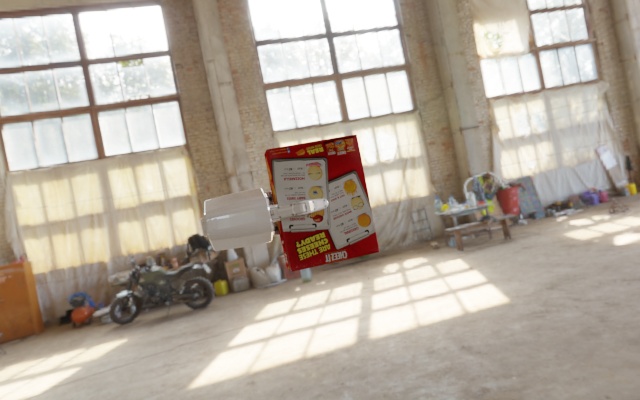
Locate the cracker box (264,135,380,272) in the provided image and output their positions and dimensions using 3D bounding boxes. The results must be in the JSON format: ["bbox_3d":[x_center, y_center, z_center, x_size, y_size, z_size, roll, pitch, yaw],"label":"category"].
[{"bbox_3d":[0.000,0.003,0.853,0.164,0.213,0.072,-11,0,-10],"label":"cracker box"}]
